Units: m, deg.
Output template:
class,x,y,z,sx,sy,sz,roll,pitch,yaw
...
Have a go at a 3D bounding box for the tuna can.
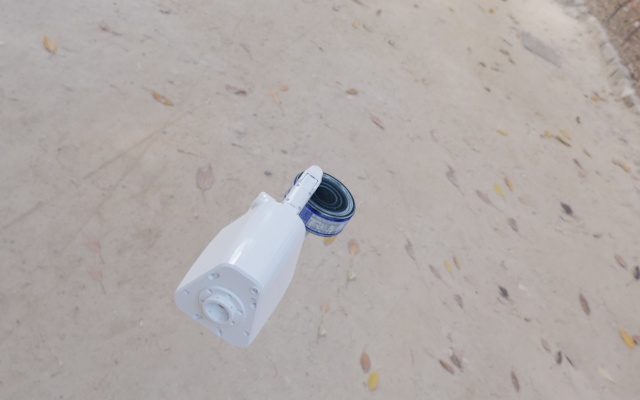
class,x,y,z,sx,sy,sz,roll,pitch,yaw
tuna can,0.000,0.002,0.590,0.086,0.086,0.034,0,-43,-39
